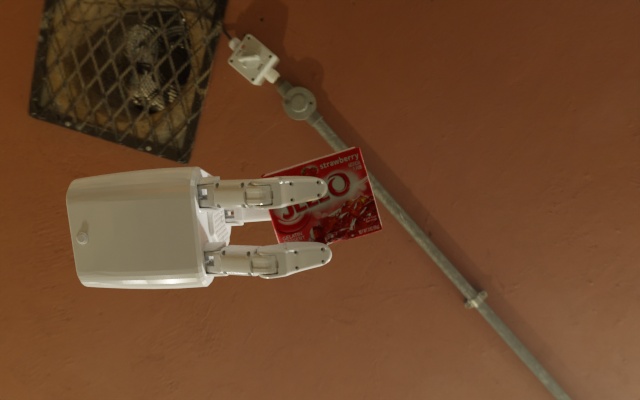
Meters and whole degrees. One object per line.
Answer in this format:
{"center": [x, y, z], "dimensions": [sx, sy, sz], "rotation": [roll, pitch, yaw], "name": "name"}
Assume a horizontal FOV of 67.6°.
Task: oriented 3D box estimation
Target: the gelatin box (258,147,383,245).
{"center": [0.000, 0.001, 0.407], "dimensions": [0.089, 0.073, 0.030], "rotation": [-17, 8, 1], "name": "gelatin box"}
